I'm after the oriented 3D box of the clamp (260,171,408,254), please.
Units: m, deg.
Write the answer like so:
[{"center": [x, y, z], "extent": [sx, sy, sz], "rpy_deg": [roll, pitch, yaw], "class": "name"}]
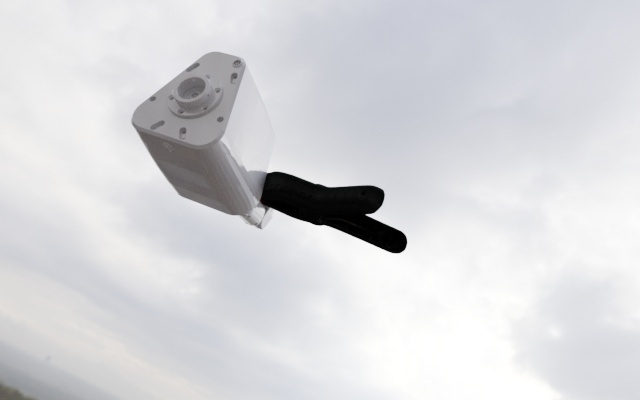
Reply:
[{"center": [0.000, 0.001, 0.464], "extent": [0.171, 0.039, 0.120], "rpy_deg": [16, -25, 18], "class": "clamp"}]
